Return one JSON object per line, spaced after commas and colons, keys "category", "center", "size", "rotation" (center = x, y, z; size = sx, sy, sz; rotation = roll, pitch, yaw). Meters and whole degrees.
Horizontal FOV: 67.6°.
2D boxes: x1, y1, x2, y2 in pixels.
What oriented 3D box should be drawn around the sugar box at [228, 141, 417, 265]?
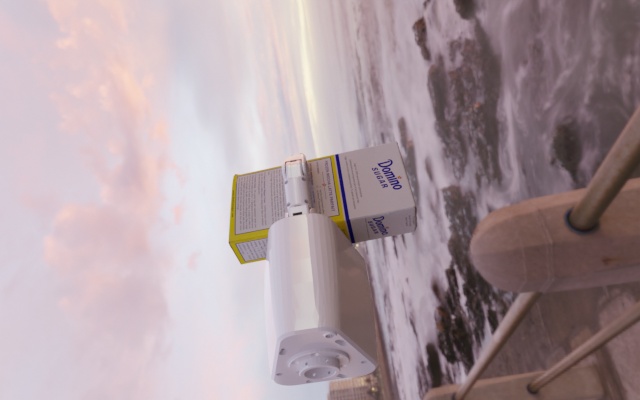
{"category": "sugar box", "center": [0.000, 0.002, 0.476], "size": [0.176, 0.093, 0.048], "rotation": [-9, -41, 4]}
